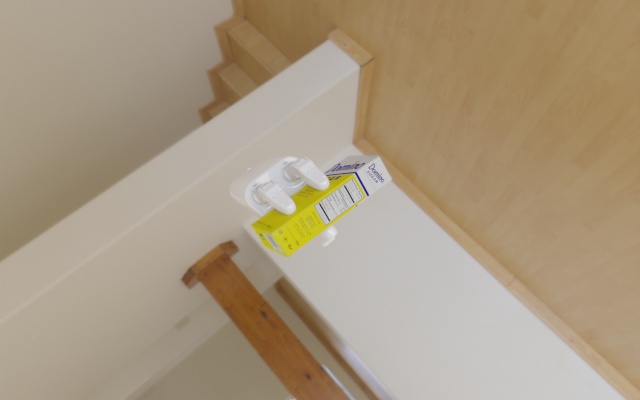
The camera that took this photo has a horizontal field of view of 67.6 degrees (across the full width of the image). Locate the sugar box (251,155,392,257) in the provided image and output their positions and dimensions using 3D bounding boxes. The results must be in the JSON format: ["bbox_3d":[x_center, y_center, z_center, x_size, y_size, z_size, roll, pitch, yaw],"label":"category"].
[{"bbox_3d":[0.000,0.002,0.635,0.176,0.048,0.093,-39,19,-17],"label":"sugar box"}]
